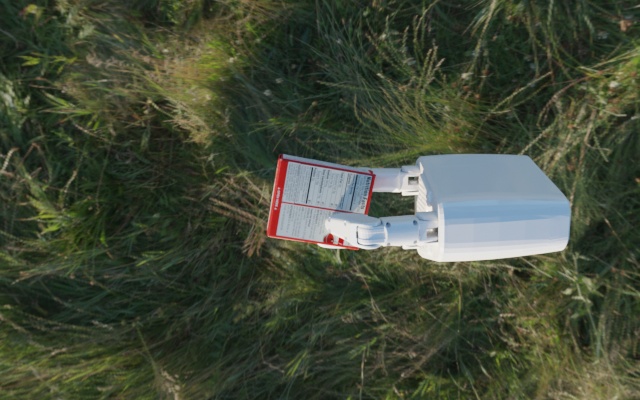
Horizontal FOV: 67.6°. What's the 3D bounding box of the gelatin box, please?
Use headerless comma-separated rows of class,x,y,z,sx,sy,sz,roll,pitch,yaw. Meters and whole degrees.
gelatin box,0.000,0.002,0.439,0.089,0.073,0.030,9,13,-7
